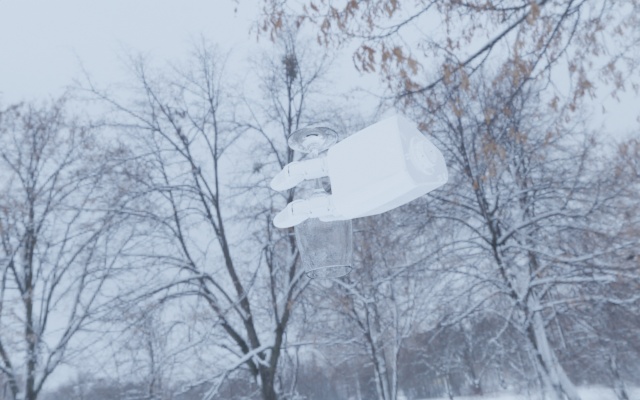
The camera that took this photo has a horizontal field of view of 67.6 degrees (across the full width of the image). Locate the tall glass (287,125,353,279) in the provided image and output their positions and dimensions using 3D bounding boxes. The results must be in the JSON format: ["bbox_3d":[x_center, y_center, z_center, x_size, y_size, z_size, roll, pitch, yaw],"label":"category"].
[{"bbox_3d":[0.000,0.002,0.652,0.079,0.201,0.079,-6,-22,-2],"label":"tall glass"}]
